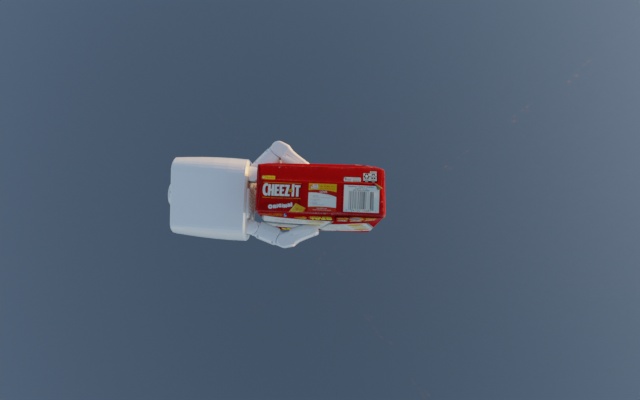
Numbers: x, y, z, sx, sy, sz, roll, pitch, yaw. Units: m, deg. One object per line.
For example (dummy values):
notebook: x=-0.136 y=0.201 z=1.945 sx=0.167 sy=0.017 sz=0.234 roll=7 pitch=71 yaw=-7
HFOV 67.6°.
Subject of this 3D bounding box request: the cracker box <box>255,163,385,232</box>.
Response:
cracker box: x=0.000 y=0.002 z=0.698 sx=0.164 sy=0.072 sz=0.214 roll=2 pitch=-9 yaw=0
